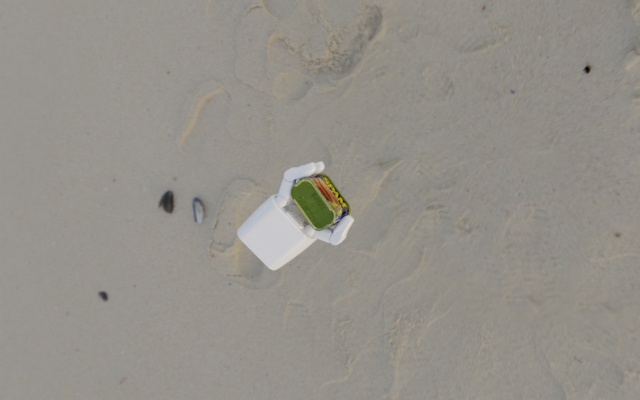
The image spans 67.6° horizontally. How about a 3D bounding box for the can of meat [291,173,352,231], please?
[{"bbox_3d":[0.000,0.003,0.866,0.057,0.102,0.084,-39,-8,21],"label":"can of meat"}]
